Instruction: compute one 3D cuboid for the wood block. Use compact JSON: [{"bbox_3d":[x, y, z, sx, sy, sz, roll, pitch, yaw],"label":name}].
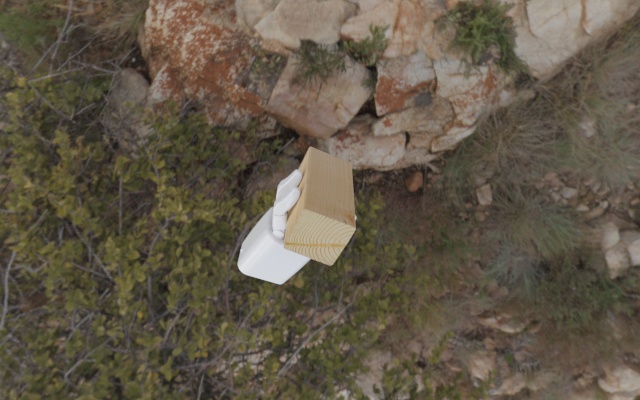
[{"bbox_3d":[0.000,0.003,0.838,0.091,0.090,0.206,22,32,-13],"label":"wood block"}]
